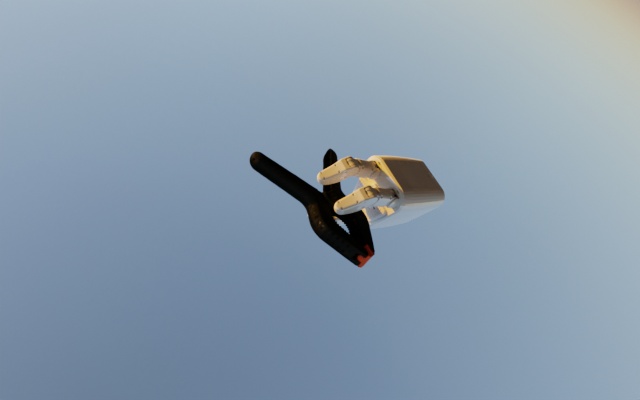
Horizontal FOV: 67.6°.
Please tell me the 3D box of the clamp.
[{"bbox_3d":[0.000,0.003,0.670,0.164,0.210,0.036,-2,-39,-40],"label":"clamp"}]
